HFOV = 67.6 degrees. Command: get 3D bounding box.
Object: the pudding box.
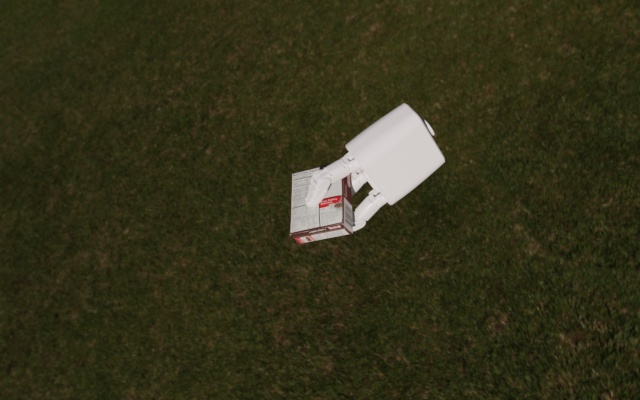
[{"bbox_3d":[0.000,0.002,0.726,0.090,0.113,0.039,-13,-34,22],"label":"pudding box"}]
